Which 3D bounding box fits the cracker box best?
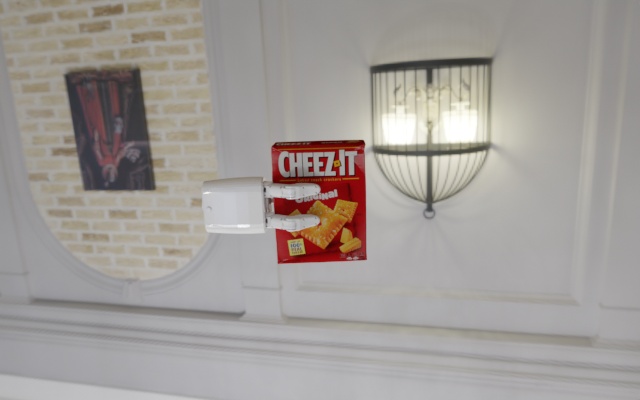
[{"bbox_3d":[0.000,0.003,0.854,0.164,0.214,0.072,-2,13,2],"label":"cracker box"}]
